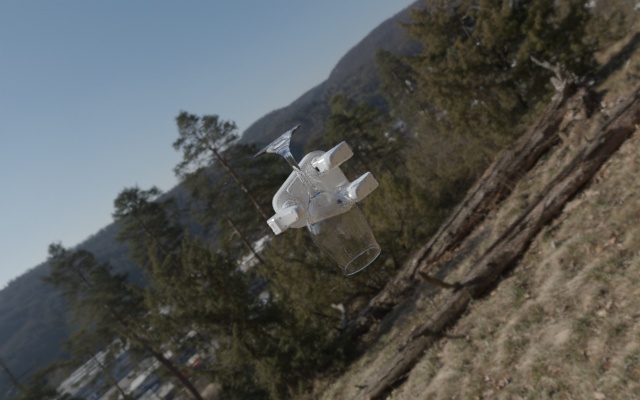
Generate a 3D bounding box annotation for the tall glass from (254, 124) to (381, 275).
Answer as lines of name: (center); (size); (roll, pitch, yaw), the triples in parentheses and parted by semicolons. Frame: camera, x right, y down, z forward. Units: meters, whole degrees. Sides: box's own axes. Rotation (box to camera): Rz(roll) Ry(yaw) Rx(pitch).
tall glass: (0.000, 0.002, 0.639); (0.079, 0.201, 0.079); (-35, 7, 5)
